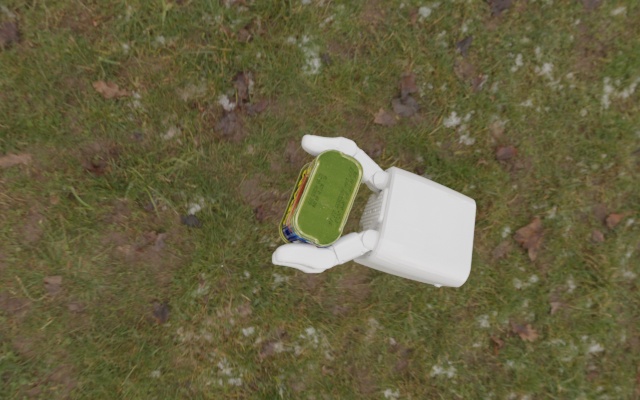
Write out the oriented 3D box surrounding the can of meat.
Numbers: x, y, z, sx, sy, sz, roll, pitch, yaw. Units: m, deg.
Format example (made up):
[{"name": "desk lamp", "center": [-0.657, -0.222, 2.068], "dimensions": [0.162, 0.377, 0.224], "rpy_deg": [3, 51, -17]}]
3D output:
[{"name": "can of meat", "center": [0.000, 0.002, 0.508], "dimensions": [0.057, 0.102, 0.084], "rpy_deg": [23, -11, -8]}]
